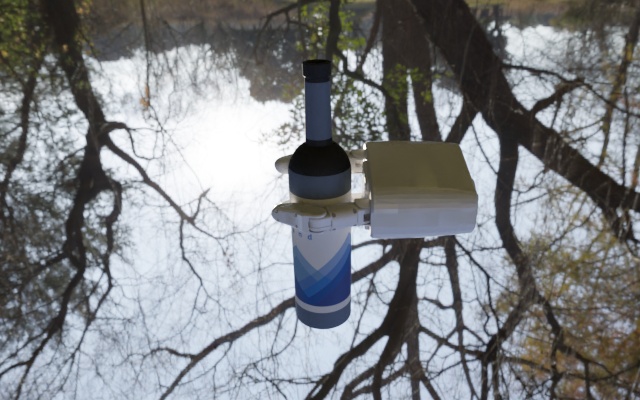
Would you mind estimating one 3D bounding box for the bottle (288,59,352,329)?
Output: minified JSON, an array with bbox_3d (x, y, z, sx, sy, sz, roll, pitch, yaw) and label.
[{"bbox_3d":[0.000,0.002,0.513,0.069,0.296,0.069,-1,26,1],"label":"bottle"}]
